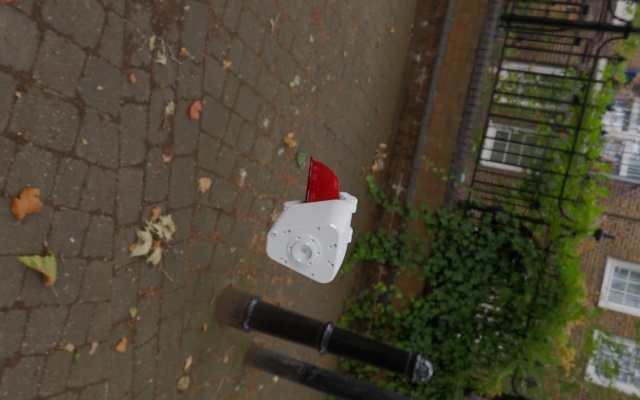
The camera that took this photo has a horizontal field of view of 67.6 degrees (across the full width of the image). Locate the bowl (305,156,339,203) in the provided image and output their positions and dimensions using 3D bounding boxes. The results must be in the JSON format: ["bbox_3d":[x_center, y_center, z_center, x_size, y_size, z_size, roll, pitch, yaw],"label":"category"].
[{"bbox_3d":[0.001,0.002,0.857,0.055,0.162,0.162,6,0,-3],"label":"bowl"}]
